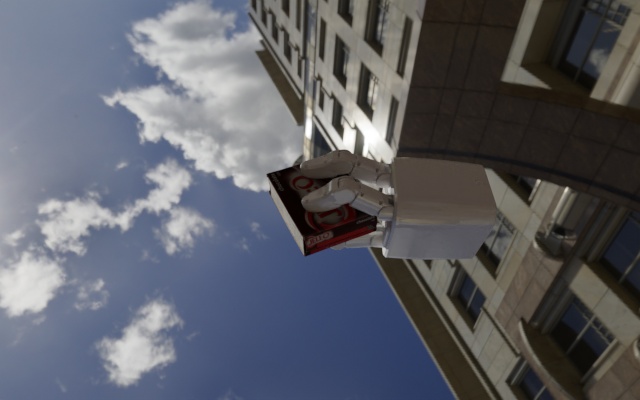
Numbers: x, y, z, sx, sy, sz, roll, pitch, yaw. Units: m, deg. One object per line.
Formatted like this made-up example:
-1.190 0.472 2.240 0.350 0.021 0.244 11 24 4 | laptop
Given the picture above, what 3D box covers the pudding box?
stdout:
0.000 0.002 0.542 0.090 0.039 0.113 -18 44 -18 | pudding box
